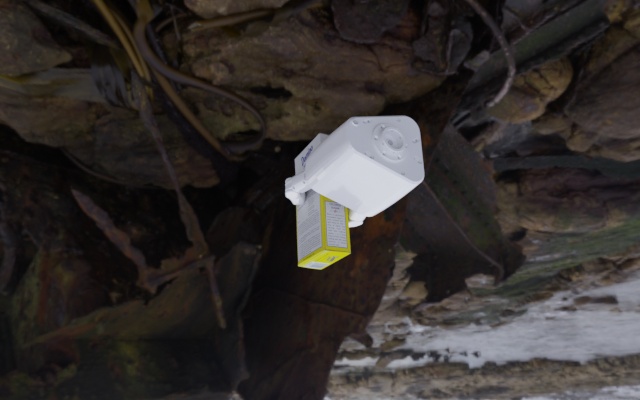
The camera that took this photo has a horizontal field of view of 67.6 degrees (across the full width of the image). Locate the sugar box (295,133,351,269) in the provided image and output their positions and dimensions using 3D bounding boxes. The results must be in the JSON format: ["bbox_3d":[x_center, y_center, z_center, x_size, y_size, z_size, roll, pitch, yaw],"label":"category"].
[{"bbox_3d":[0.001,0.002,0.689,0.048,0.176,0.093,11,-25,-24],"label":"sugar box"}]
